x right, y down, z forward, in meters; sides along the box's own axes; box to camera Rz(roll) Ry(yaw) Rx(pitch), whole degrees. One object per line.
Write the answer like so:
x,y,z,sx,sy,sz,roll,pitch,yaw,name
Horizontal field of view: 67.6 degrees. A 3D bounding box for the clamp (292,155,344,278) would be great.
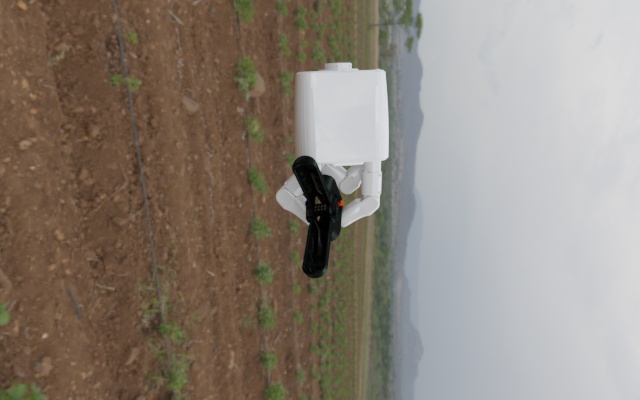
0.001,0.002,0.532,0.039,0.120,0.171,0,13,7,clamp
